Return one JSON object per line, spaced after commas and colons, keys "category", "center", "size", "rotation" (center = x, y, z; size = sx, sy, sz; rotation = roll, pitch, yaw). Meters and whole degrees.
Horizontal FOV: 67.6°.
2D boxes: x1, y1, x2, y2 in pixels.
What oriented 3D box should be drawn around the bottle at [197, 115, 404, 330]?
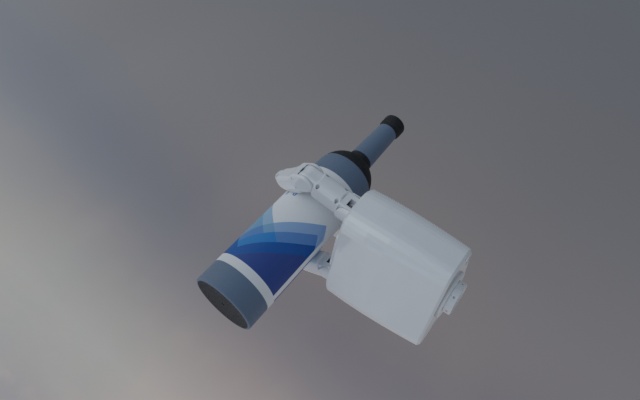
{"category": "bottle", "center": [0.000, 0.002, 0.505], "size": [0.069, 0.069, 0.295], "rotation": [0, 39, 52]}
